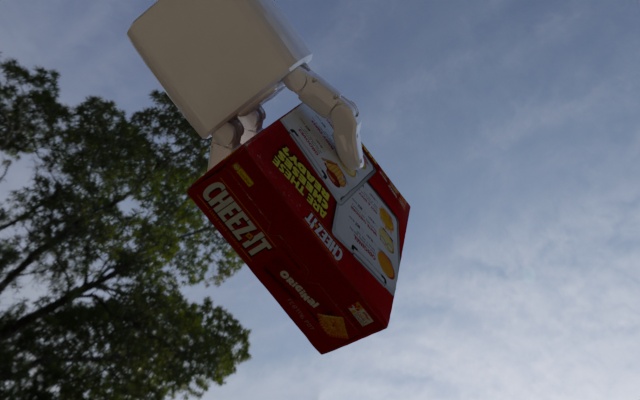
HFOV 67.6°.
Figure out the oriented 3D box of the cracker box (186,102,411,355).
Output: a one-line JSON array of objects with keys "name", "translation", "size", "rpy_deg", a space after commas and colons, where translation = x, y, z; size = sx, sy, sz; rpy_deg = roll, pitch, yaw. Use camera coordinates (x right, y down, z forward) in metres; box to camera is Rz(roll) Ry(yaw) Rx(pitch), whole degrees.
[{"name": "cracker box", "translation": [0.000, 0.001, 0.427], "size": [0.072, 0.164, 0.213], "rpy_deg": [-33, 11, 25]}]
